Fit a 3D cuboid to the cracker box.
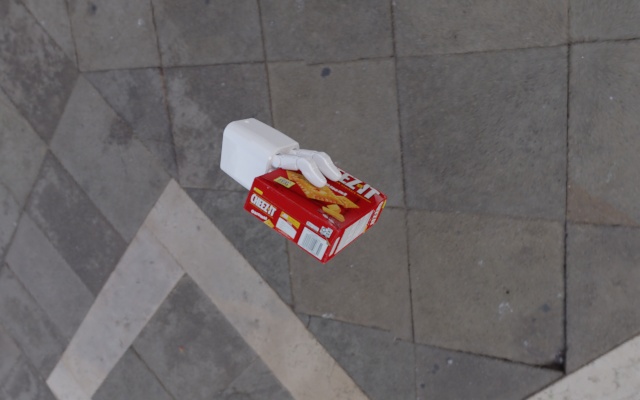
[{"bbox_3d":[0.000,0.003,0.816,0.164,0.072,0.213,33,28,17],"label":"cracker box"}]
